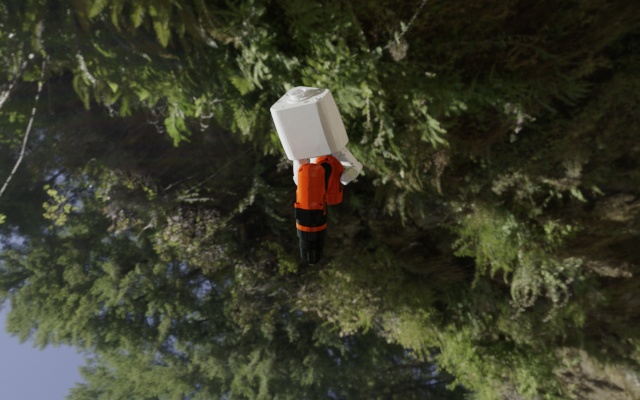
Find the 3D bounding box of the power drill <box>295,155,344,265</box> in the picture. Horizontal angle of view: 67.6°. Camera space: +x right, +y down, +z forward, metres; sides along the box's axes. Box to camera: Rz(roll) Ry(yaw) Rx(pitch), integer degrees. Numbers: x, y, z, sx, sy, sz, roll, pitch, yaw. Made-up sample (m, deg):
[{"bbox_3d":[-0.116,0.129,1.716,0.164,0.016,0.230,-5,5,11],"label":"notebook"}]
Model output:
[{"bbox_3d":[0.000,0.002,0.881,0.057,0.184,0.187,6,22,10],"label":"power drill"}]
